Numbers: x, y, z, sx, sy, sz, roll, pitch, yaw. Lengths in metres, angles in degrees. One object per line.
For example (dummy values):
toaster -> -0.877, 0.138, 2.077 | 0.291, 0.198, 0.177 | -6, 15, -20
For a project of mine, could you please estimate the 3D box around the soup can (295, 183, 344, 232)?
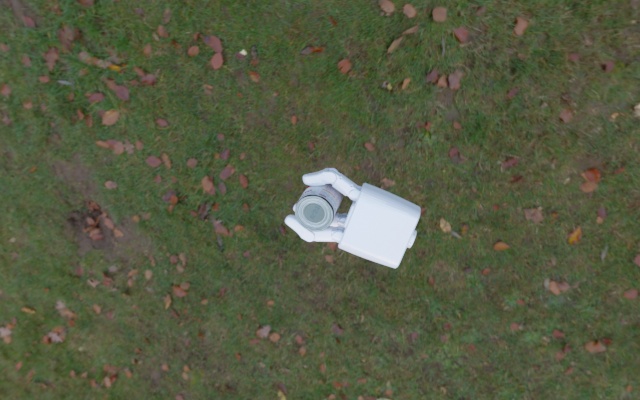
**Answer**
soup can -> 0.000, 0.003, 0.822 | 0.068, 0.068, 0.102 | 0, 23, 13
